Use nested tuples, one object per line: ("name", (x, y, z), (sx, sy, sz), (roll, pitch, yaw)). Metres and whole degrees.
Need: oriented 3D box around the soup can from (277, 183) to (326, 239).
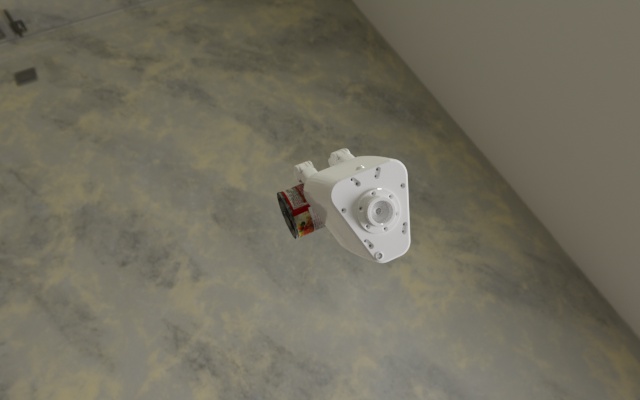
("soup can", (0.000, 0.002, 0.652), (0.102, 0.068, 0.068), (-22, 5, -12))
